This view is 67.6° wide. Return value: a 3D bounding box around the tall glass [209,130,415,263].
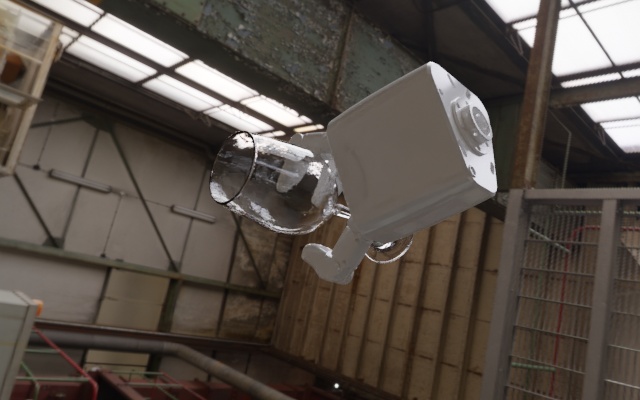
[{"bbox_3d":[0.000,0.002,0.440,0.201,0.079,0.079,21,-14,-40],"label":"tall glass"}]
